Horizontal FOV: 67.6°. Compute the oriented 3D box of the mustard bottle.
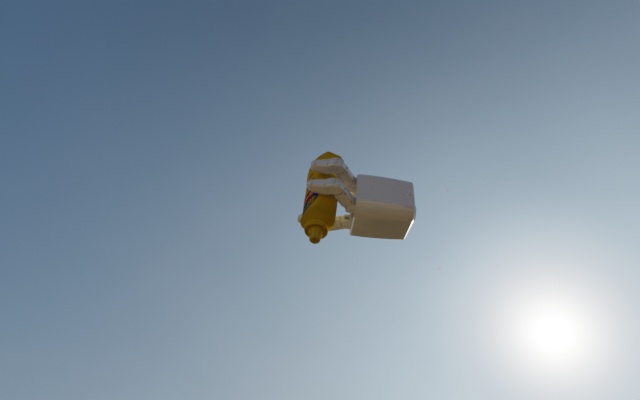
[{"bbox_3d":[0.000,0.003,0.868,0.058,0.191,0.096,24,-49,-15],"label":"mustard bottle"}]
